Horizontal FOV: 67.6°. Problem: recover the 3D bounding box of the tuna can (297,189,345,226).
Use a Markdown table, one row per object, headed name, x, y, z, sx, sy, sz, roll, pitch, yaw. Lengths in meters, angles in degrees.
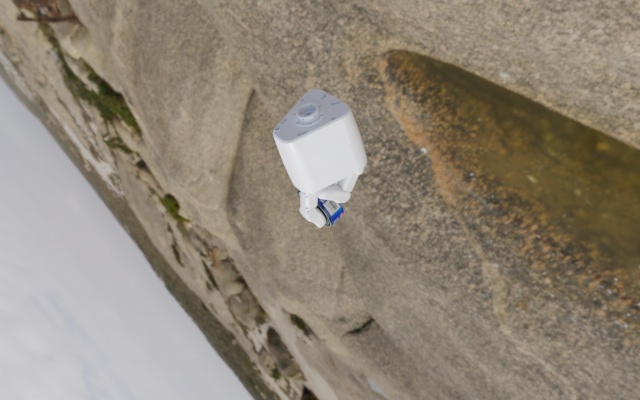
| name | x | y | z | sx | sy | sz | roll | pitch | yaw |
| --- | --- | --- | --- | --- | --- | --- | --- | --- | --- |
| tuna can | 0.000 | 0.003 | 0.806 | 0.033 | 0.086 | 0.086 | -43 | 13 | -14 |
